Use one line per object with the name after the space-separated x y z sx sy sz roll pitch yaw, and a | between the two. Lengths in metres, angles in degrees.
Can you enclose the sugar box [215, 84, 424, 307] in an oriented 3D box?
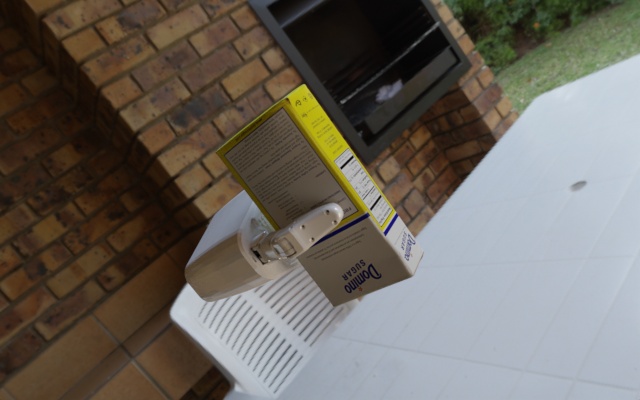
0.000 0.001 0.410 0.093 0.176 0.048 -30 13 36 | sugar box
